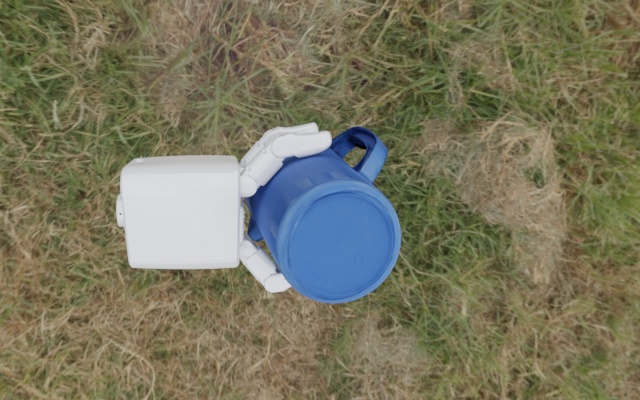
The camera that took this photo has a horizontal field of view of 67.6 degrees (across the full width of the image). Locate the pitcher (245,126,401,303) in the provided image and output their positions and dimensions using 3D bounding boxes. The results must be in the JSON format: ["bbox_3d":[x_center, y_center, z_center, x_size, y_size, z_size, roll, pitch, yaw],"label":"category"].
[{"bbox_3d":[0.000,0.002,0.499,0.145,0.149,0.242,0,13,-12],"label":"pitcher"}]
